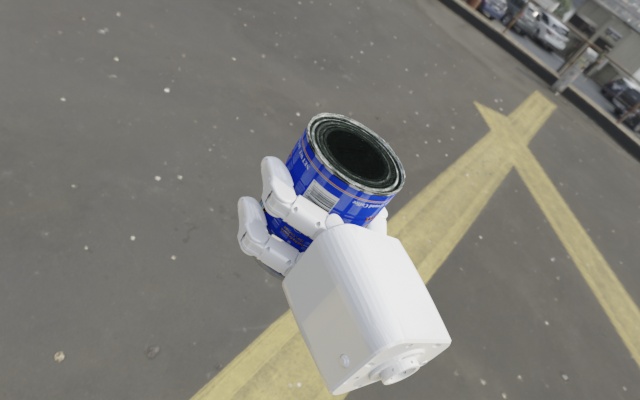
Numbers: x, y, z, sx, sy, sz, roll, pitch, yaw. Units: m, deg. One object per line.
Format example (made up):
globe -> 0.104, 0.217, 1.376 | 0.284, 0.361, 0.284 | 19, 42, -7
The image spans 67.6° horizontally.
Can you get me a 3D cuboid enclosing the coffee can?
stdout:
coffee can -> 0.000, 0.001, 0.466 | 0.103, 0.102, 0.140 | 0, -41, -39
